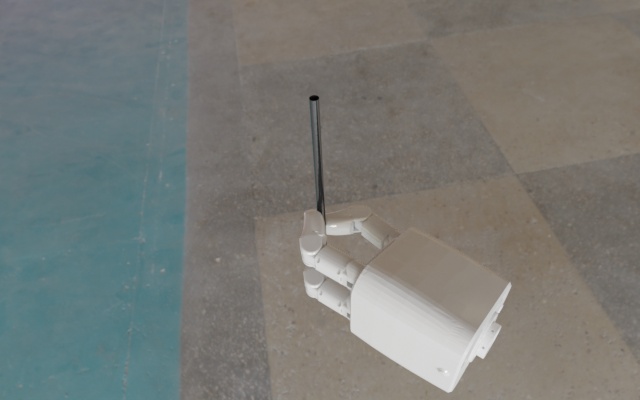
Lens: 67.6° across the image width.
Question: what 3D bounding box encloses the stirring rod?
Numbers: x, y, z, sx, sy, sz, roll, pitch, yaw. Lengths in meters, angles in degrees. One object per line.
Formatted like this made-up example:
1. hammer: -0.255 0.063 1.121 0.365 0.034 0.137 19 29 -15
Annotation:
1. stirring rod: 0.000 0.002 0.463 0.011 0.011 0.240 0 -43 3
